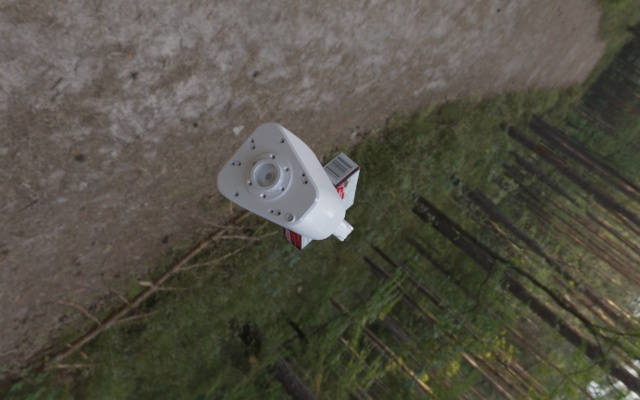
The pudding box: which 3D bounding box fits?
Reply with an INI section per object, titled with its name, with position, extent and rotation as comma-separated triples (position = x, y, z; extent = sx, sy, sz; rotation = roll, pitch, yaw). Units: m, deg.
[pudding box]
position = 0.000, 0.002, 0.632
extent = 0.113, 0.039, 0.090
rotation = -39, -22, -24
